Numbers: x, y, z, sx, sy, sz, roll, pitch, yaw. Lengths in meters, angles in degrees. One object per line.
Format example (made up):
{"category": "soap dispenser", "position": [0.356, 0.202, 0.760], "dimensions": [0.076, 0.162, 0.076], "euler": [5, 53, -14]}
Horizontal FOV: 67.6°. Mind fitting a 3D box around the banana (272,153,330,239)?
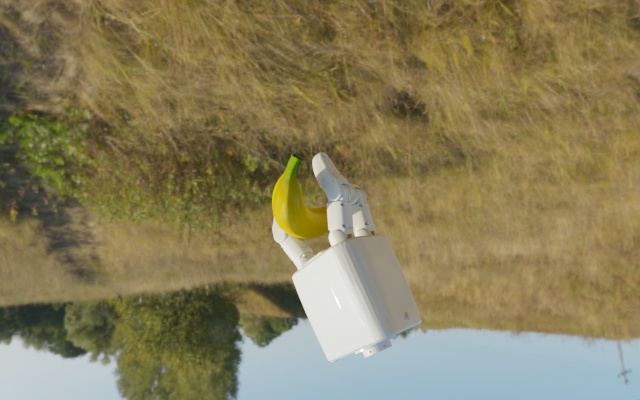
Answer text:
{"category": "banana", "position": [-0.014, 0.014, 0.555], "dimensions": [0.037, 0.069, 0.198], "euler": [45, -2, 22]}
